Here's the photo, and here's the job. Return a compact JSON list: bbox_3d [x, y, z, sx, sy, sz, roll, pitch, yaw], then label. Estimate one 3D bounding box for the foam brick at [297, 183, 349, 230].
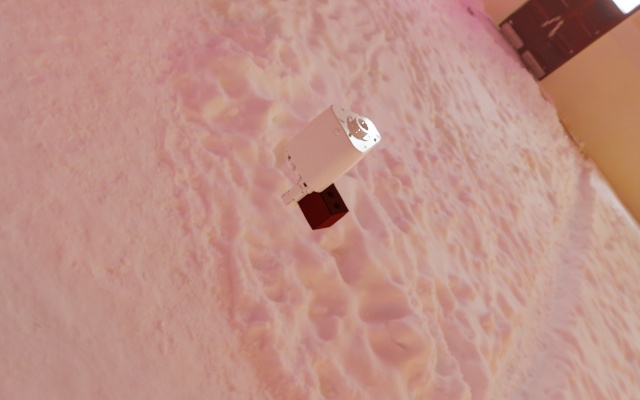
[{"bbox_3d":[0.000,0.003,0.799,0.051,0.078,0.053,-38,-16,32],"label":"foam brick"}]
